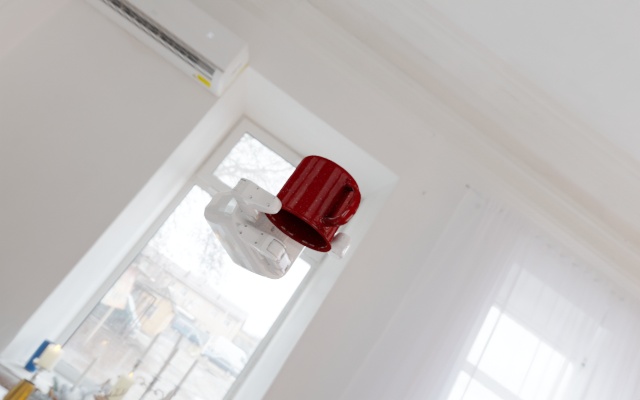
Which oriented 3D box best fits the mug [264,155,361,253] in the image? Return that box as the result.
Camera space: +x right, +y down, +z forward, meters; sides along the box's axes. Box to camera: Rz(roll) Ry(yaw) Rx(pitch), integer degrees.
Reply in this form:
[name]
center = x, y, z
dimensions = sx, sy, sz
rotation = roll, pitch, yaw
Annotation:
[mug]
center = 0.001, 0.002, 0.550
dimensions = 0.093, 0.081, 0.117
rotation = 46, -24, -29
